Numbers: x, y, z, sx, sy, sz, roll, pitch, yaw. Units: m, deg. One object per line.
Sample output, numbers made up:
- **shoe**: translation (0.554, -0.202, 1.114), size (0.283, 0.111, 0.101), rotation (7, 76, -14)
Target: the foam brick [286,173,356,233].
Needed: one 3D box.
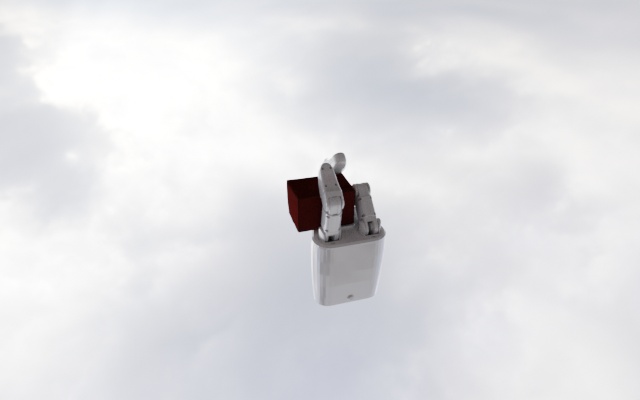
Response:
- **foam brick**: translation (0.000, 0.002, 0.616), size (0.078, 0.051, 0.053), rotation (-8, 33, -16)
